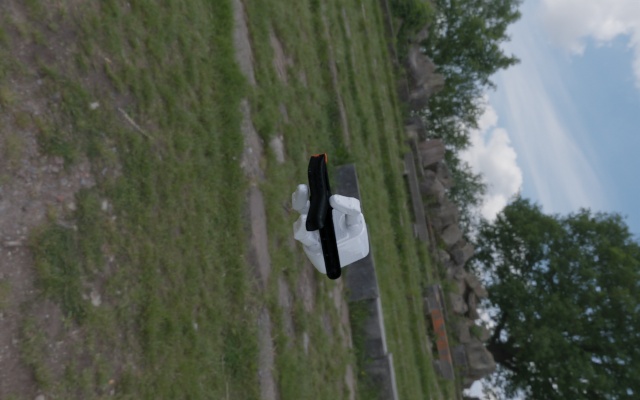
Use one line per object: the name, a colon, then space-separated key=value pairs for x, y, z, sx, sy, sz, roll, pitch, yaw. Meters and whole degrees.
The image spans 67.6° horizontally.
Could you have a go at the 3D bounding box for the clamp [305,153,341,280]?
clamp: x=0.001 y=0.002 z=0.763 sx=0.036 sy=0.209 sz=0.165 roll=-9 pitch=-30 yaw=7
